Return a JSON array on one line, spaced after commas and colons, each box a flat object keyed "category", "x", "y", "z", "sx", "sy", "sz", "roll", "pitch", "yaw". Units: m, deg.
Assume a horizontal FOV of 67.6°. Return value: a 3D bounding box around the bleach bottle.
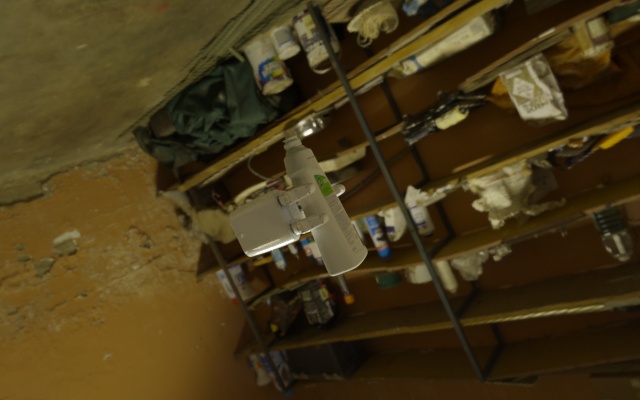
[{"category": "bleach bottle", "x": 0.000, "y": 0.003, "z": 0.856, "sx": 0.068, "sy": 0.251, "sz": 0.102, "roll": -23, "pitch": 3, "yaw": 19}]
